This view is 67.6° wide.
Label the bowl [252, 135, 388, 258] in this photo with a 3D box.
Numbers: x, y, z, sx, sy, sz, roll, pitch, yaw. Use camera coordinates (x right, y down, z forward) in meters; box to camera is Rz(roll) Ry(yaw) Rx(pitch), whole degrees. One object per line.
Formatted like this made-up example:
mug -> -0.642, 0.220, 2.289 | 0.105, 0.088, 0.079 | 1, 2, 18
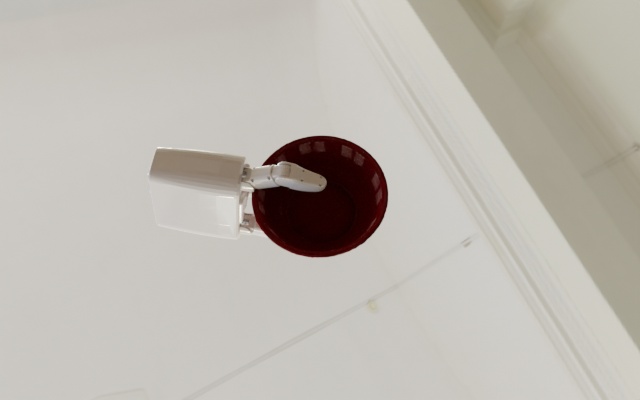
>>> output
bowl -> 0.001, 0.002, 0.583 | 0.162, 0.162, 0.055 | 0, -27, 3
